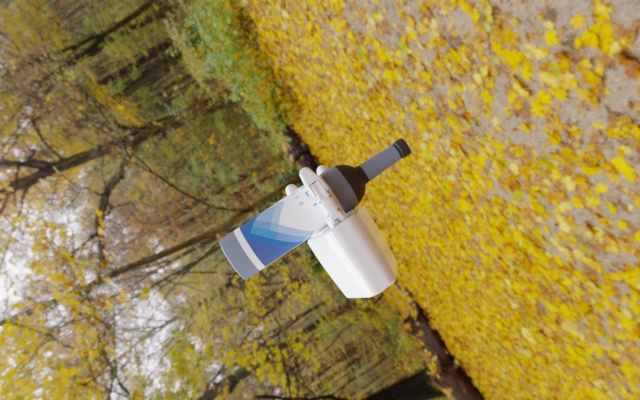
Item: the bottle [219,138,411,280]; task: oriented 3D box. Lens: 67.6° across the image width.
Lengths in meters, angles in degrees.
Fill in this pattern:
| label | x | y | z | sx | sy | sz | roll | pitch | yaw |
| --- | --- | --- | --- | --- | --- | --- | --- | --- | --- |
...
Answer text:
| label | x | y | z | sx | sy | sz | roll | pitch | yaw |
| --- | --- | --- | --- | --- | --- | --- | --- | --- | --- |
| bottle | 0.000 | 0.002 | 0.676 | 0.295 | 0.069 | 0.069 | -33 | 3 | -4 |
